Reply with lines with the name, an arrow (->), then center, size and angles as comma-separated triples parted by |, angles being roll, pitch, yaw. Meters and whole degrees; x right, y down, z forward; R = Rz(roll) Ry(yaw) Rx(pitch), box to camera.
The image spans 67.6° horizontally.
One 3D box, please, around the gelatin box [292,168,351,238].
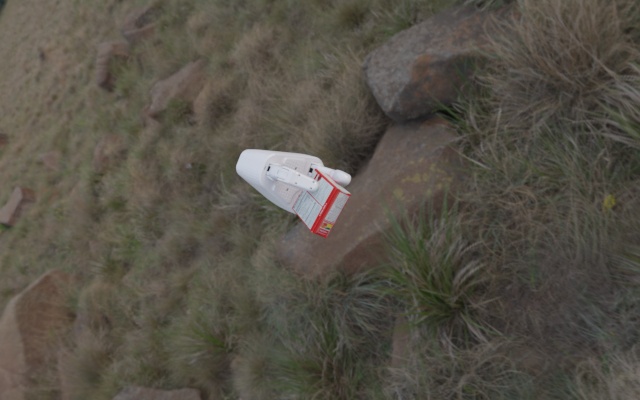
gelatin box -> 0.000, 0.002, 0.697 | 0.030, 0.073, 0.089 | 24, 11, -30
